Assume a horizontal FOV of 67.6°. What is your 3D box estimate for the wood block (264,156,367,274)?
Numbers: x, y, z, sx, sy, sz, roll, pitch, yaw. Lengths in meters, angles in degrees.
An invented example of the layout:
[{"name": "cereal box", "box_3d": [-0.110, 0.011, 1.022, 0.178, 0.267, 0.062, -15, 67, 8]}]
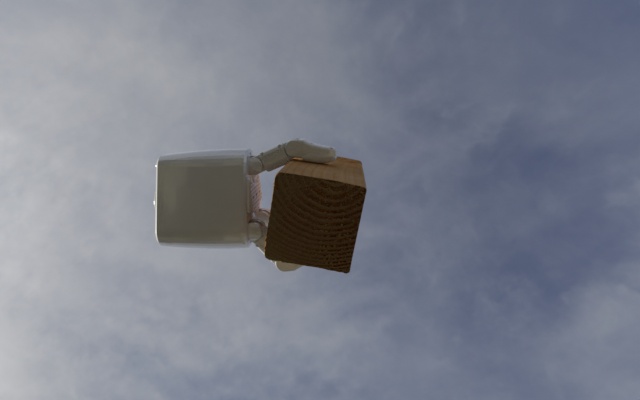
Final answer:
[{"name": "wood block", "box_3d": [0.000, 0.001, 0.561, 0.090, 0.091, 0.206, 10, 12, 1]}]
